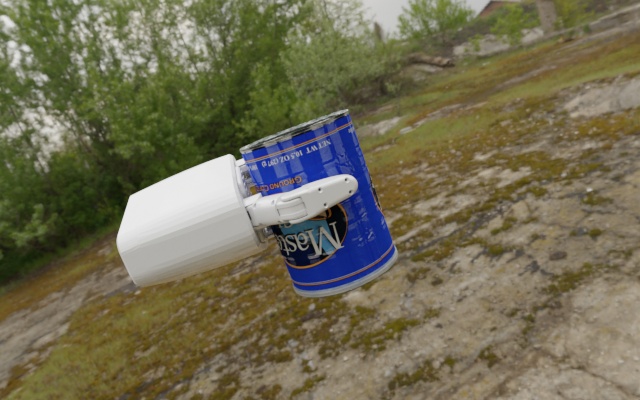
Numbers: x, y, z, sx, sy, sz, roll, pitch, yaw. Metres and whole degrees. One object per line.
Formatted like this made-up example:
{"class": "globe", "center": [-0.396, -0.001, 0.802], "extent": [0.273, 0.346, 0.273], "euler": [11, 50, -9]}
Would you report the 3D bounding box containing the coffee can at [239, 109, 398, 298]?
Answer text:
{"class": "coffee can", "center": [0.000, 0.002, 0.434], "extent": [0.103, 0.140, 0.102], "euler": [-19, 12, 4]}
